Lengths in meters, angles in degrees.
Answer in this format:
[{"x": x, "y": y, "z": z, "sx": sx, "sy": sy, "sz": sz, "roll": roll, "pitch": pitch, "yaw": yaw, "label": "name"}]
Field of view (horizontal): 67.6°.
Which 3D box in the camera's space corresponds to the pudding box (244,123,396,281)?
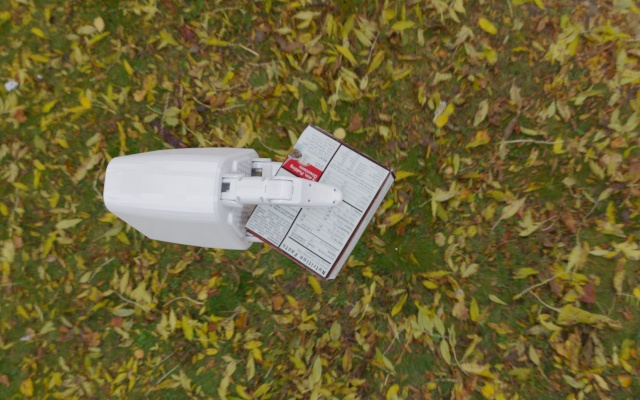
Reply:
[{"x": 0.000, "y": 0.001, "z": 0.422, "sx": 0.090, "sy": 0.113, "sz": 0.039, "roll": 32, "pitch": 1, "yaw": 13, "label": "pudding box"}]
